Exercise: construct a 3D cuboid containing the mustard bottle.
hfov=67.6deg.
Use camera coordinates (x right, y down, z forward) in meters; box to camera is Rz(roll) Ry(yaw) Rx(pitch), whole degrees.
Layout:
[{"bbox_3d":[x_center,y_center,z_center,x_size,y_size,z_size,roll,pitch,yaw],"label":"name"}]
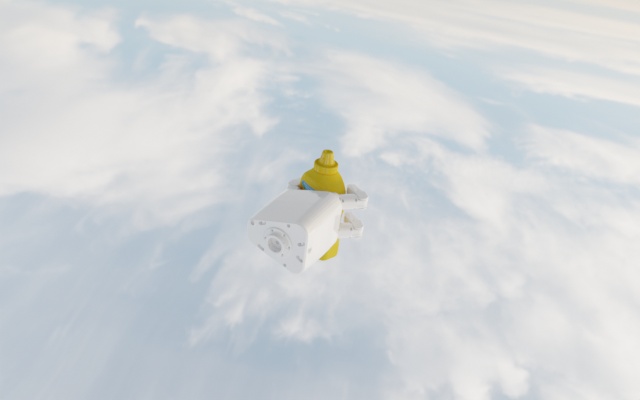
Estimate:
[{"bbox_3d":[0.000,0.003,0.820,0.058,0.192,0.096,-16,38,-35],"label":"mustard bottle"}]
